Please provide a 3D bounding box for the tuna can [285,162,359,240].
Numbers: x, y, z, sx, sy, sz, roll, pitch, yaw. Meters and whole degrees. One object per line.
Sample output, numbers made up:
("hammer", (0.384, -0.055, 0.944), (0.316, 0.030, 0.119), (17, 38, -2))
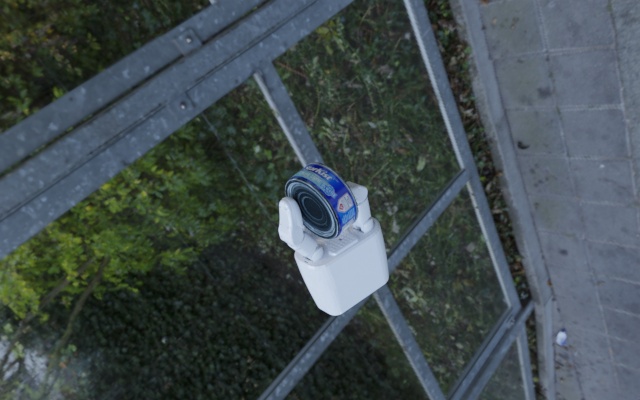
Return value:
("tuna can", (0.000, 0.002, 0.541), (0.033, 0.086, 0.086), (-39, 21, -28))
